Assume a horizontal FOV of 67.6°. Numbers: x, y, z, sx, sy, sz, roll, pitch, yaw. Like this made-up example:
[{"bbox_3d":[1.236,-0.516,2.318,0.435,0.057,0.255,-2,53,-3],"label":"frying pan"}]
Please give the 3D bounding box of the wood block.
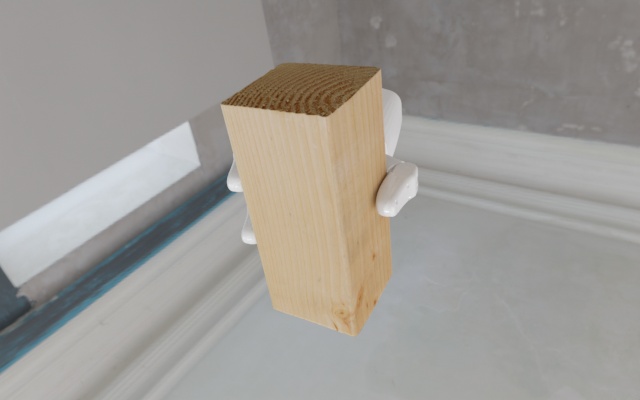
[{"bbox_3d":[0.001,0.001,0.401,0.091,0.206,0.090,11,39,27],"label":"wood block"}]
